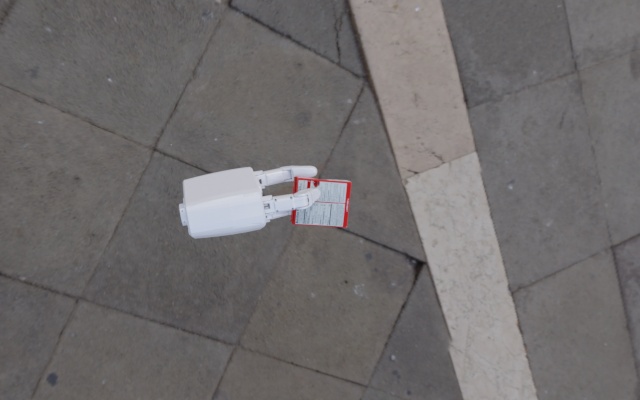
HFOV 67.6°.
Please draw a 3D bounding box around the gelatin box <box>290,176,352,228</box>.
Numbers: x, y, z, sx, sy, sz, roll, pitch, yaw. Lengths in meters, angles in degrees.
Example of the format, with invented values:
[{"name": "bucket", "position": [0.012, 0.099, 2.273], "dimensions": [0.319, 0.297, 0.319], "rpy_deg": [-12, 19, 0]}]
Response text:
[{"name": "gelatin box", "position": [0.001, 0.003, 0.745], "dimensions": [0.089, 0.073, 0.030], "rpy_deg": [4, 7, -11]}]
